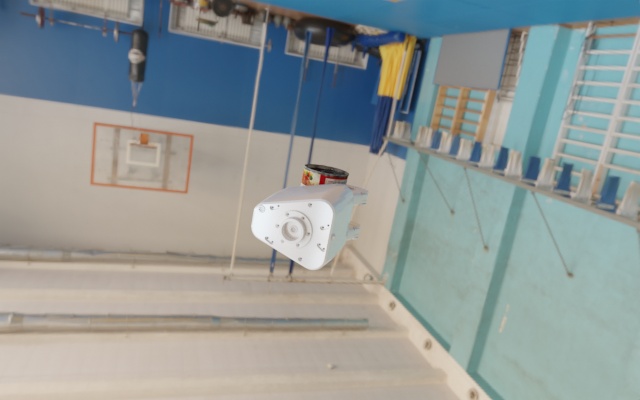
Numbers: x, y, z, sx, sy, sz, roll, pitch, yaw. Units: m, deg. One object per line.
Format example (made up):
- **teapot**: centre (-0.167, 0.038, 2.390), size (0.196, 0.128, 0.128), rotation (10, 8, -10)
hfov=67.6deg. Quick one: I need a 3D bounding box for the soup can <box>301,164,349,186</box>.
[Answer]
- **soup can**: centre (0.000, 0.003, 0.718), size (0.068, 0.102, 0.068), rotation (10, 13, -2)
